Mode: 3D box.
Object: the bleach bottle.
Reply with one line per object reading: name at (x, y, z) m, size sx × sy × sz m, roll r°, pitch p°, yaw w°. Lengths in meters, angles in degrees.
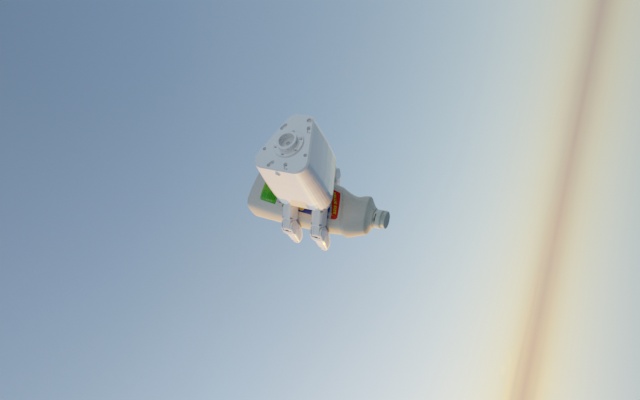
bleach bottle at (0.000, 0.003, 0.828) m, size 0.251 × 0.102 × 0.068 m, roll 11°, pitch -25°, yaw 26°
